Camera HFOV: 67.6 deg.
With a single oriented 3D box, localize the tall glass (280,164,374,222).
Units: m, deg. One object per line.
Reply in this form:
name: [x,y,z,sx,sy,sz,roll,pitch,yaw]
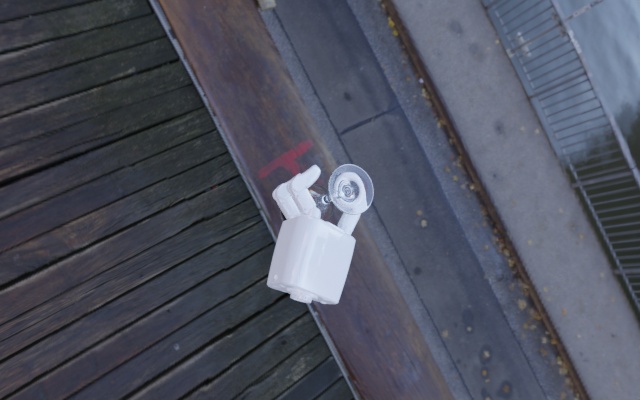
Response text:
tall glass: [0.001,0.002,0.768,0.079,0.079,0.201,0,-10,-27]
